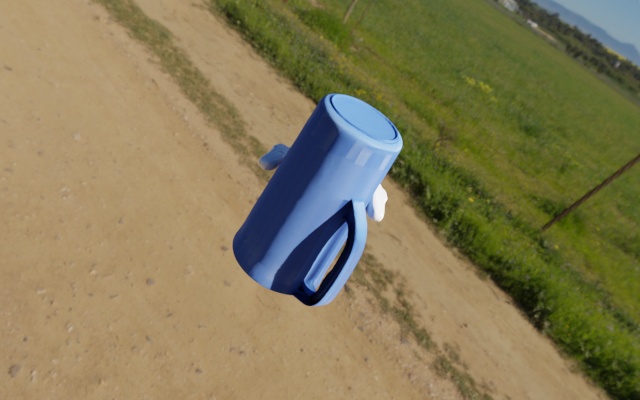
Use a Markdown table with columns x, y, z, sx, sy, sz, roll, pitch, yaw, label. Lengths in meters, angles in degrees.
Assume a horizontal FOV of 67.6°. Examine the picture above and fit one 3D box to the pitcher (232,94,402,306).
| x | y | z | sx | sy | sz | roll | pitch | yaw | label |
| --- | --- | --- | --- | --- | --- | --- | --- | --- | --- |
| 0.000 | 0.002 | 0.592 | 0.149 | 0.243 | 0.145 | 31 | 30 | -2 | pitcher |
